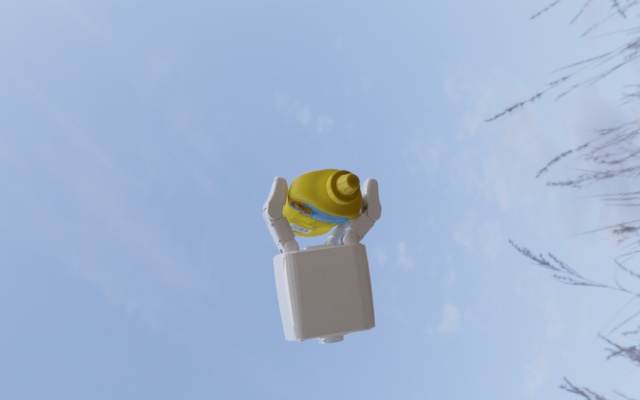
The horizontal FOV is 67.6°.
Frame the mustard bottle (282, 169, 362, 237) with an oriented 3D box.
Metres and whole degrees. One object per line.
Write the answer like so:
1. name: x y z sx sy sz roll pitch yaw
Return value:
1. mustard bottle: 0.000 0.002 0.632 0.096 0.058 0.192 21 -22 -17
